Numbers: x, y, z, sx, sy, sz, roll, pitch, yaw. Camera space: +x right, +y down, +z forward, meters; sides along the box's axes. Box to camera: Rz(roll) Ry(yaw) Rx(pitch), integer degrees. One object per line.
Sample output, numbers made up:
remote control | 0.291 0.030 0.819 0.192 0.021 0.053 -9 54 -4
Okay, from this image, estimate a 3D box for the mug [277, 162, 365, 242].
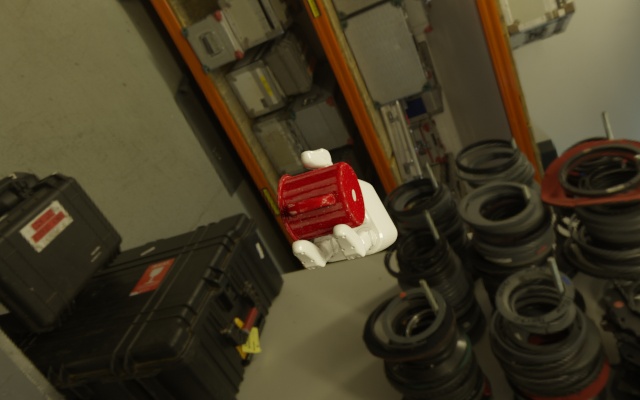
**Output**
mug | 0.000 0.002 0.577 0.081 0.093 0.117 -16 -4 21
